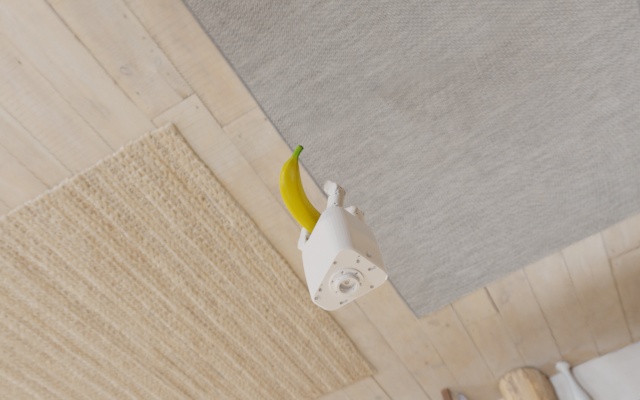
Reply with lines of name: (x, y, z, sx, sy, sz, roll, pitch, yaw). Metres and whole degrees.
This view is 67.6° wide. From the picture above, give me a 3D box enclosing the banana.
banana: (-0.018, 0.008, 0.793, 0.069, 0.198, 0.037, -26, 28, 3)
